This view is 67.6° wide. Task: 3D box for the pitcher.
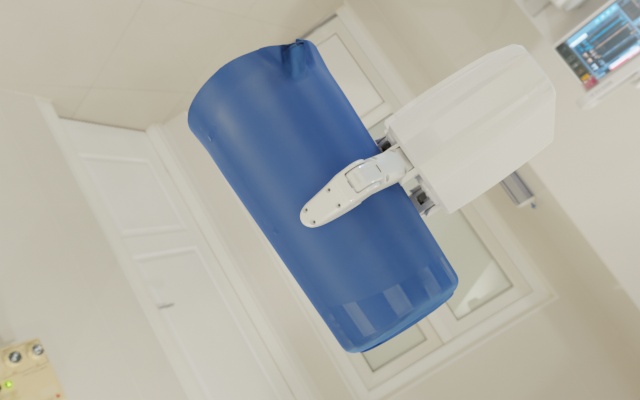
[{"bbox_3d":[0.000,0.001,0.411,0.145,0.242,0.149,-35,-12,12],"label":"pitcher"}]
